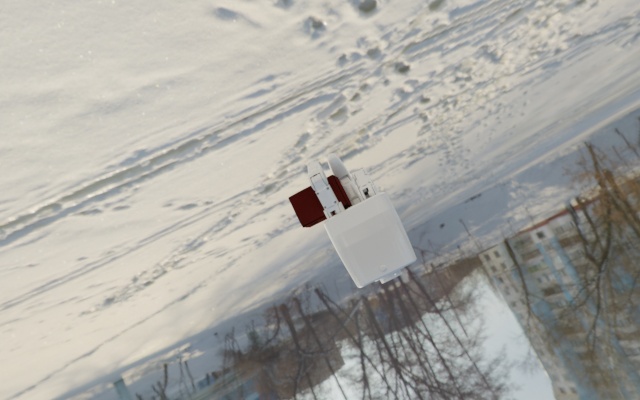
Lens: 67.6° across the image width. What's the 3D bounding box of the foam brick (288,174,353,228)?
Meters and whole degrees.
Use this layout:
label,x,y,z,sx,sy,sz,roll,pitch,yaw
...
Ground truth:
label,x,y,z,sx,sy,sz,roll,pitch,yaw
foam brick,0.000,0.002,0.718,0.078,0.051,0.053,-27,-7,8
